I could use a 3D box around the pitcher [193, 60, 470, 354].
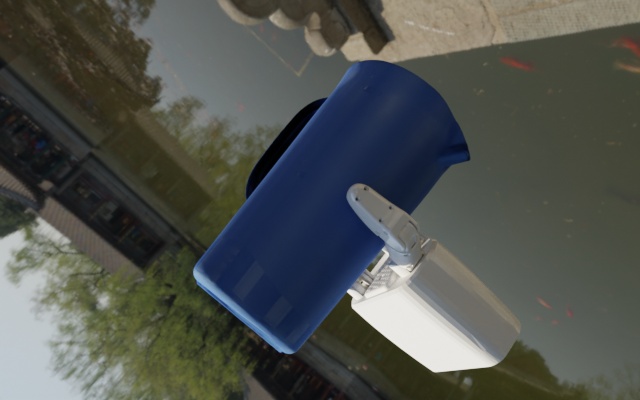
[{"bbox_3d":[0.000,0.002,0.426,0.145,0.242,0.149,41,-17,-5],"label":"pitcher"}]
